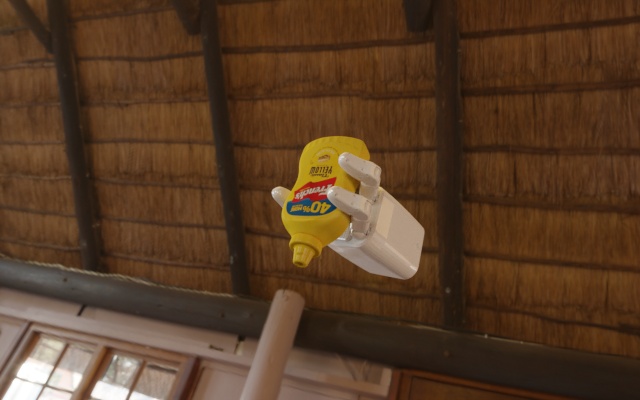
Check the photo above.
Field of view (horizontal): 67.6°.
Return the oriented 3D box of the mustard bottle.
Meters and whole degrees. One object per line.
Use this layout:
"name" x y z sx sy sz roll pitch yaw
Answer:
"mustard bottle" 0.000 0.002 0.635 0.096 0.191 0.058 1 -36 26
